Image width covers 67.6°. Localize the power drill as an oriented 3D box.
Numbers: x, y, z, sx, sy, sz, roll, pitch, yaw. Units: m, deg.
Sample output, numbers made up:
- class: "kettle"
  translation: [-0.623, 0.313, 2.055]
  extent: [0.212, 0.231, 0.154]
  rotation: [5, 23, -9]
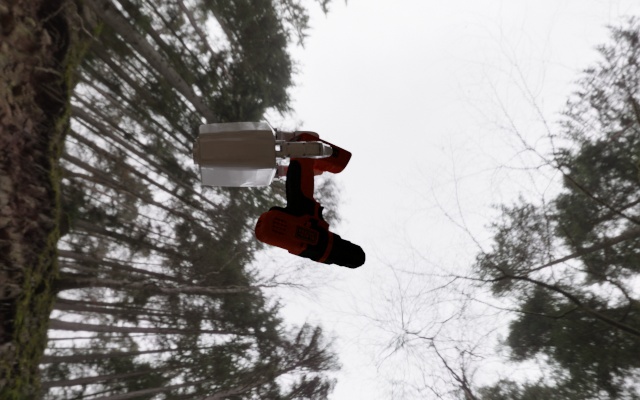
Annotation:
- class: "power drill"
  translation: [0.000, 0.002, 0.738]
  extent: [0.184, 0.187, 0.057]
  rotation: [21, -28, -26]
